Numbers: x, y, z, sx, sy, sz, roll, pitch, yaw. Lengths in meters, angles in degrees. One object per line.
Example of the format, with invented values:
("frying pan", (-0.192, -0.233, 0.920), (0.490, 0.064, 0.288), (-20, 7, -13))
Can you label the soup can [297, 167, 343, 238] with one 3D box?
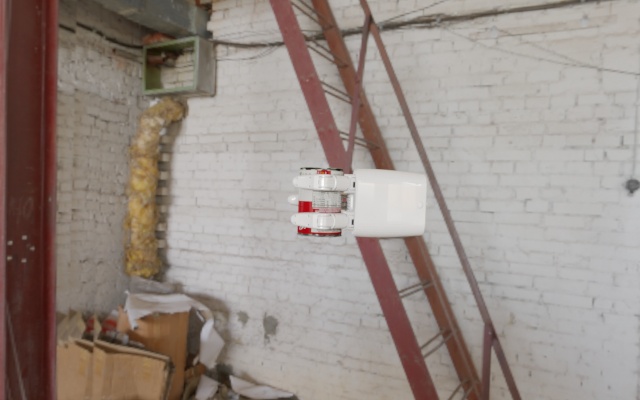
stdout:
("soup can", (0.000, 0.002, 0.723), (0.068, 0.102, 0.068), (2, 1, 0))
